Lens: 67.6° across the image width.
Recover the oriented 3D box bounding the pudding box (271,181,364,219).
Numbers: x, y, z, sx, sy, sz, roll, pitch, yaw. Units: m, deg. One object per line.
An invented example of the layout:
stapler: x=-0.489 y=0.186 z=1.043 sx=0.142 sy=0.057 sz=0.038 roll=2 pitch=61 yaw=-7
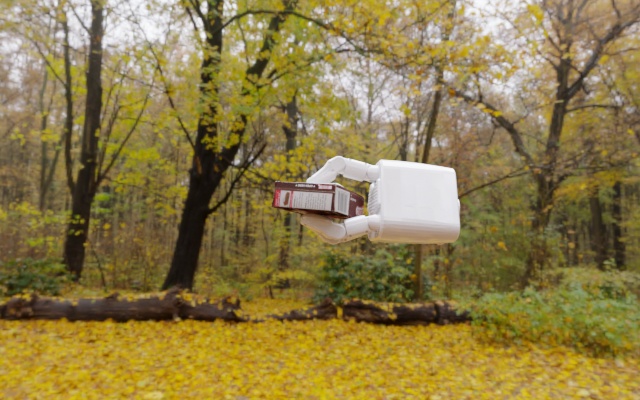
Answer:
pudding box: x=0.000 y=0.002 z=0.645 sx=0.090 sy=0.039 sz=0.113 roll=3 pitch=-9 yaw=24
